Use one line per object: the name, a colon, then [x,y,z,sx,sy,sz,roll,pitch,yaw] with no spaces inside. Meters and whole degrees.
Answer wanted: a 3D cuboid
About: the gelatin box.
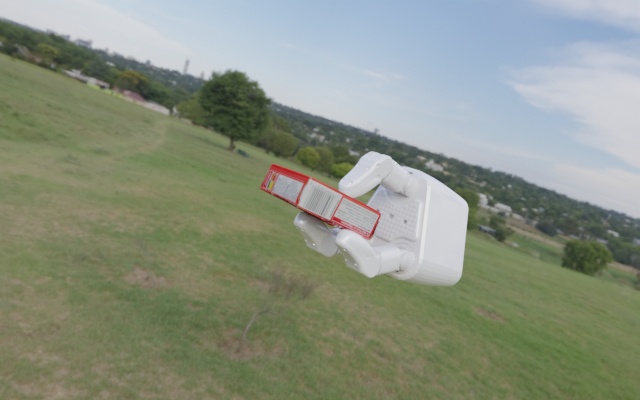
gelatin box: [0.000,0.001,0.435,0.089,0.030,0.073,26,-1,-34]
